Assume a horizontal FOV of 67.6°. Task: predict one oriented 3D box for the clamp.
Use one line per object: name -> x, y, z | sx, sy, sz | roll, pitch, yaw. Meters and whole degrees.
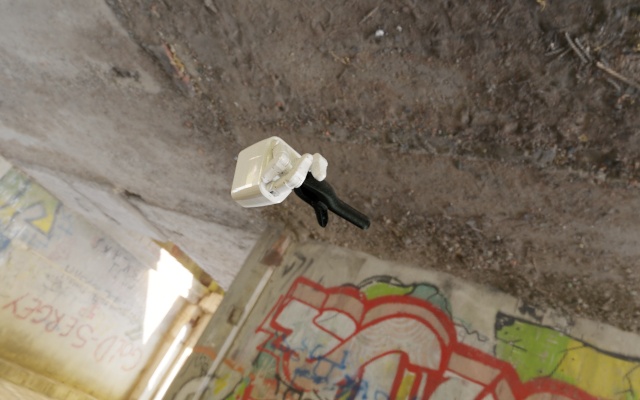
clamp -> 0.000, 0.003, 0.868 | 0.120, 0.039, 0.171 | -15, -49, 46
